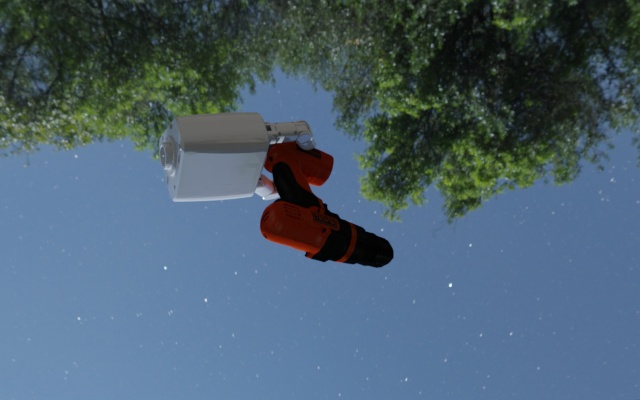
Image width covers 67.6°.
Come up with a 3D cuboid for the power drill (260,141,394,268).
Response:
[{"bbox_3d":[0.000,0.002,0.626,0.184,0.057,0.187,20,30,-30],"label":"power drill"}]
